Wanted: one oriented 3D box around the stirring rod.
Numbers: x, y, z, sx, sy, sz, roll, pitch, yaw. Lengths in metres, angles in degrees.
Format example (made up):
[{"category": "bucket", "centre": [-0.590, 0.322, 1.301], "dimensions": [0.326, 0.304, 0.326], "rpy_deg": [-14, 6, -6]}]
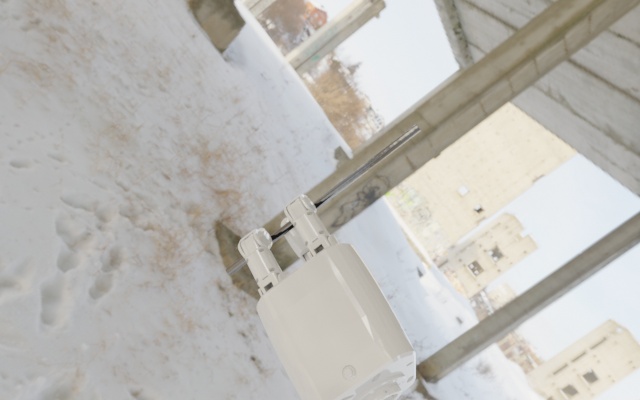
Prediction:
[{"category": "stirring rod", "centre": [0.000, 0.002, 0.478], "dimensions": [0.239, 0.011, 0.011], "rpy_deg": [-37, -5, 6]}]
